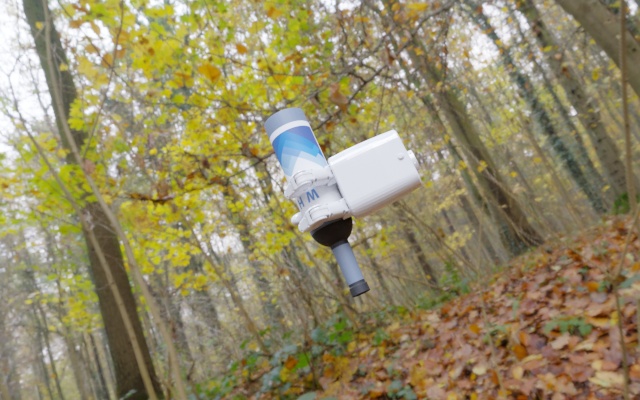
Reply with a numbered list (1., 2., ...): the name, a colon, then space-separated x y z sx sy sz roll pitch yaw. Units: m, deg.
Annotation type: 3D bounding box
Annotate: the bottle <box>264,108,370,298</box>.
1. bottle: 0.000 0.002 0.712 0.069 0.295 0.069 -22 -16 -7
